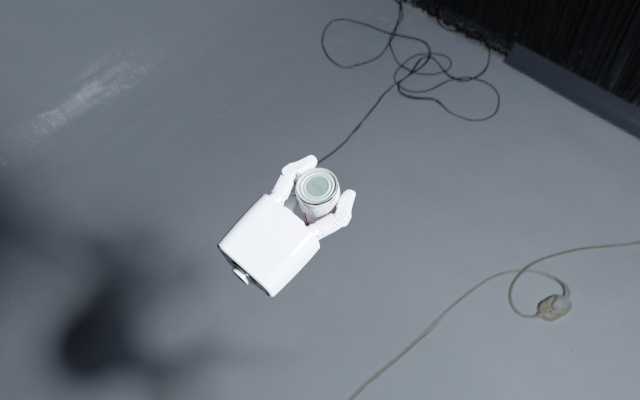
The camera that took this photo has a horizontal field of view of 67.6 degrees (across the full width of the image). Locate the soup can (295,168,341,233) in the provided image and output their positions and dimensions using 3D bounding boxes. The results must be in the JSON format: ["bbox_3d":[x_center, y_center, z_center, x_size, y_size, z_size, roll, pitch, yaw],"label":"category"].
[{"bbox_3d":[0.001,0.002,0.766,0.068,0.068,0.102,0,-30,8],"label":"soup can"}]
